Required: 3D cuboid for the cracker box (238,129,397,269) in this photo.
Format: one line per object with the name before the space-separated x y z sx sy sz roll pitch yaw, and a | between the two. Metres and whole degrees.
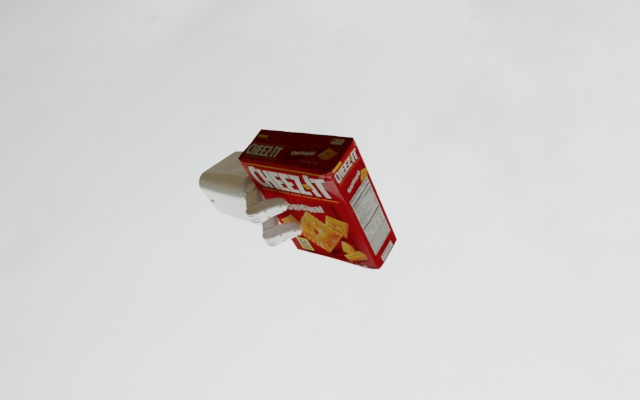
cracker box | 0.000 0.002 0.695 0.164 0.072 0.214 11 -35 36
